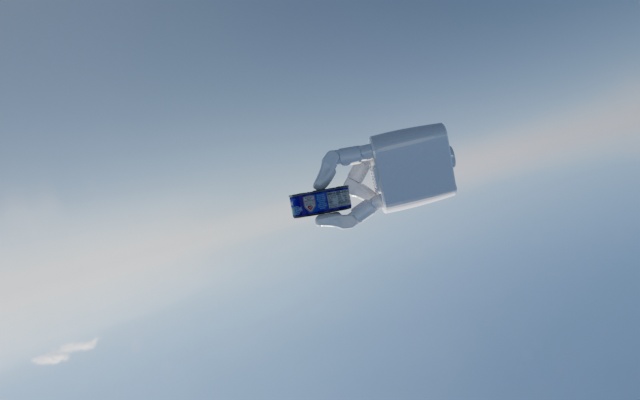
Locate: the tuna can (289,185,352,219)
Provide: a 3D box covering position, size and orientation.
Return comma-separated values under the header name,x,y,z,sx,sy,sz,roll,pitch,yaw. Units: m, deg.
name,x,y,z,sx,sy,sz,roll,pitch,yaw
tuna can,0.000,0.003,0.671,0.086,0.034,0.086,-10,0,0
